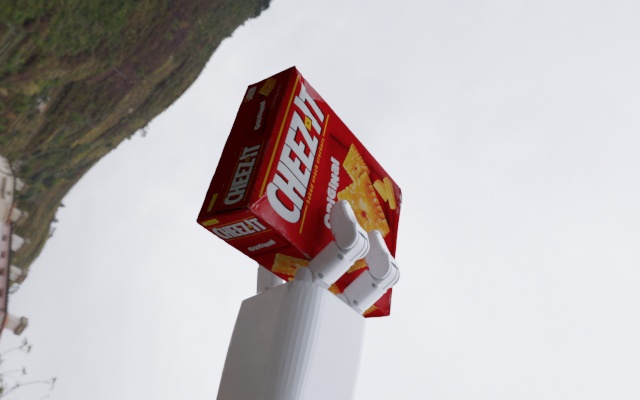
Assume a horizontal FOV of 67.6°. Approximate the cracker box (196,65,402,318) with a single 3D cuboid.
[{"bbox_3d":[0.000,0.002,0.476,0.072,0.164,0.214,-14,-41,34],"label":"cracker box"}]
